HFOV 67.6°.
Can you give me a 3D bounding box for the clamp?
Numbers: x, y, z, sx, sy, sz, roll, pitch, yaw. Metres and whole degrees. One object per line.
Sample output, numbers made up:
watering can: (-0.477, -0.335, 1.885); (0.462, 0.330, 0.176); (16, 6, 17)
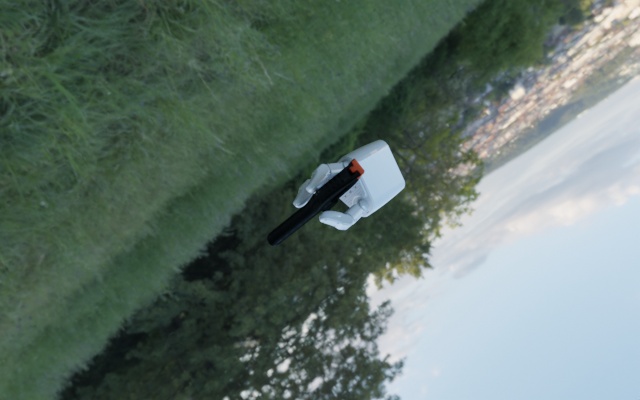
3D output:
clamp: (0.001, 0.003, 0.812); (0.164, 0.036, 0.210); (-33, -8, -39)
